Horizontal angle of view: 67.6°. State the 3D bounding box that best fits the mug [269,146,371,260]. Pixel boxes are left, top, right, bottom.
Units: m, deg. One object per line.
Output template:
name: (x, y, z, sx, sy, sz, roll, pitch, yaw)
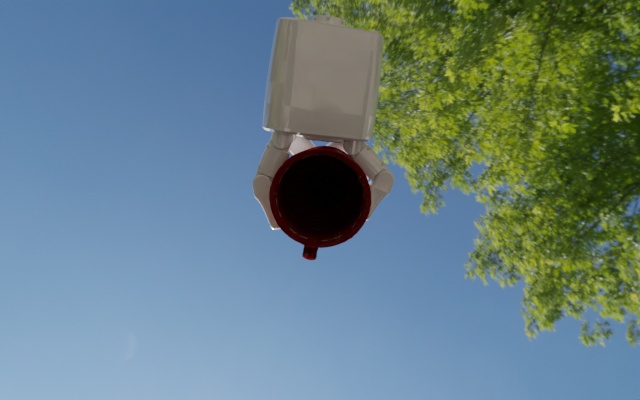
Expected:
mug: (0.000, 0.003, 0.475, 0.093, 0.117, 0.081, 8, 13, 1)
